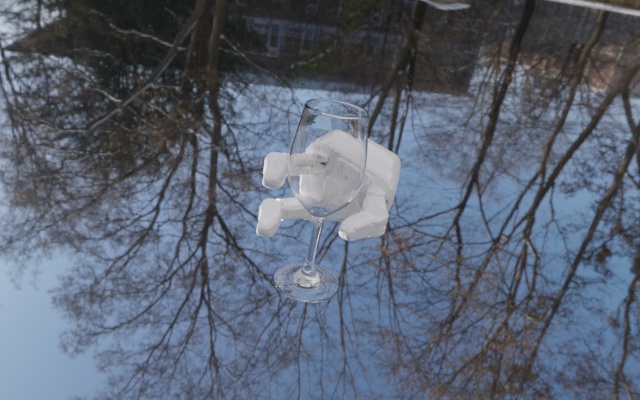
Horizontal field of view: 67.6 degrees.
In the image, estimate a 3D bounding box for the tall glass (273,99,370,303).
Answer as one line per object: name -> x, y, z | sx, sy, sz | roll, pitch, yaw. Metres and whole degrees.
tall glass -> 0.000, 0.002, 0.490 | 0.079, 0.201, 0.079 | 8, 25, -4
